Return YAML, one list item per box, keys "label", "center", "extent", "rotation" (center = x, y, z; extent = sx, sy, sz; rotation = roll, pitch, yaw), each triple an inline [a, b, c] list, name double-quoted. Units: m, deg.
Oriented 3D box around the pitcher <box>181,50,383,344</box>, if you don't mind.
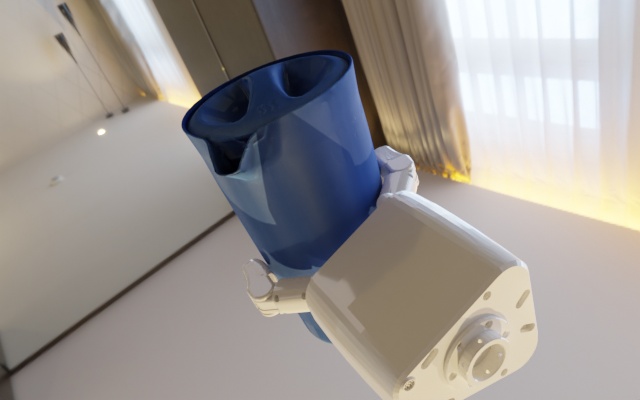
- label: "pitcher"
  center: [0.000, 0.001, 0.416]
  extent: [0.149, 0.243, 0.145]
  rotation: [-31, 33, -14]
